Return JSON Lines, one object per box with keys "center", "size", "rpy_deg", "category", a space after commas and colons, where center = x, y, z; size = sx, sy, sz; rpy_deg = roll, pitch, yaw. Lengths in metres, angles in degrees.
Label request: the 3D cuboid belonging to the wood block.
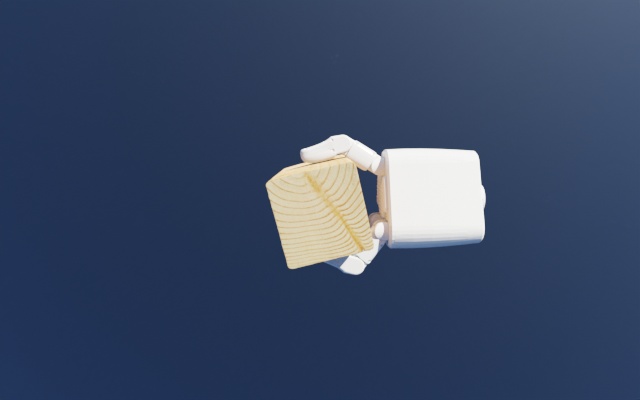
{"center": [0.000, 0.001, 0.561], "size": [0.090, 0.091, 0.206], "rpy_deg": [-13, 7, 2], "category": "wood block"}
